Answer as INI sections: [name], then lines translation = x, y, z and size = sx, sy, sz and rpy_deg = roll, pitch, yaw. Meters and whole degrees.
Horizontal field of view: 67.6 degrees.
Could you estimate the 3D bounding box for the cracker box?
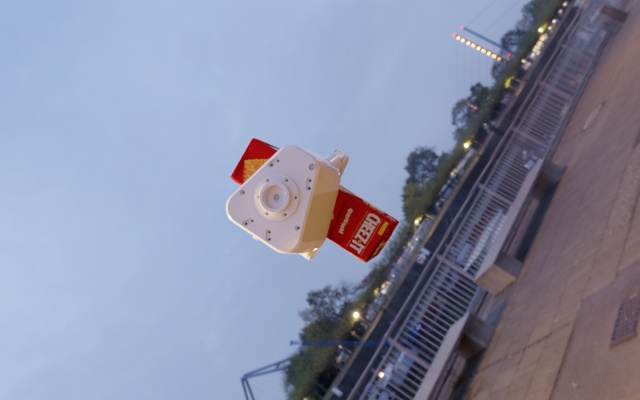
[cracker box]
translation = 0.000, 0.002, 0.680
size = 0.213, 0.072, 0.164
rpy_deg = 32, 5, 12
